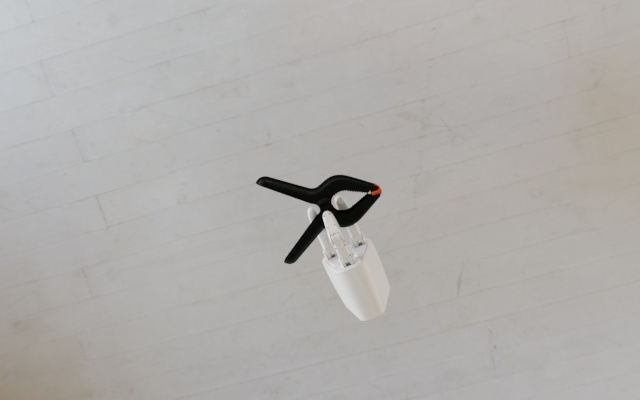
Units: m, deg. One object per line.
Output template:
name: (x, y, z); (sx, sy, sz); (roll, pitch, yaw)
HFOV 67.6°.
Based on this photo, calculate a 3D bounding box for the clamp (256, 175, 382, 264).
clamp: (0.001, 0.003, 0.828); (0.210, 0.164, 0.036); (-24, 15, 5)
